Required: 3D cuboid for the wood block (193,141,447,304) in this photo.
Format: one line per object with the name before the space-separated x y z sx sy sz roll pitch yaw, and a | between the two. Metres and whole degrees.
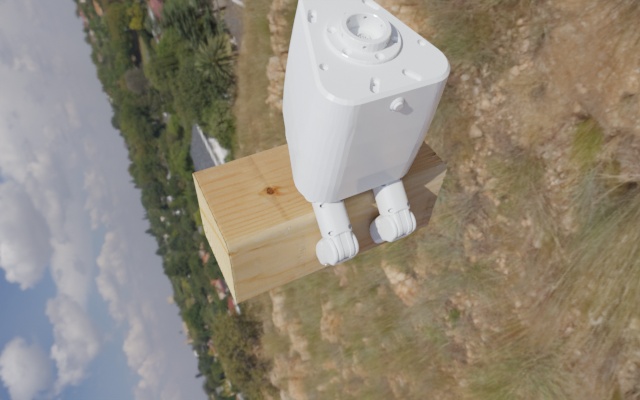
wood block | 0.000 0.001 0.446 0.206 0.090 0.090 -19 -38 -20
